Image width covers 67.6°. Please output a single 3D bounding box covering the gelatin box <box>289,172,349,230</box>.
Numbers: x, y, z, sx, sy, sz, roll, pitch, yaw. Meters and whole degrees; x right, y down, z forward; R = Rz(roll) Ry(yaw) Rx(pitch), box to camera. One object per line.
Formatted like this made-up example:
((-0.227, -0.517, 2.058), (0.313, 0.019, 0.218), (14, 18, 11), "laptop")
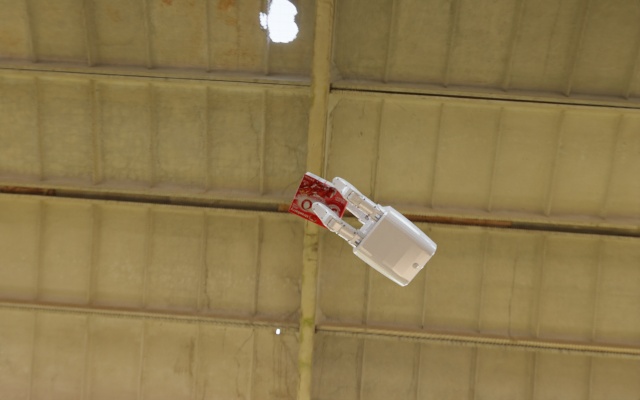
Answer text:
((0.000, 0.002, 0.825), (0.089, 0.073, 0.030), (25, 13, 5), "gelatin box")
